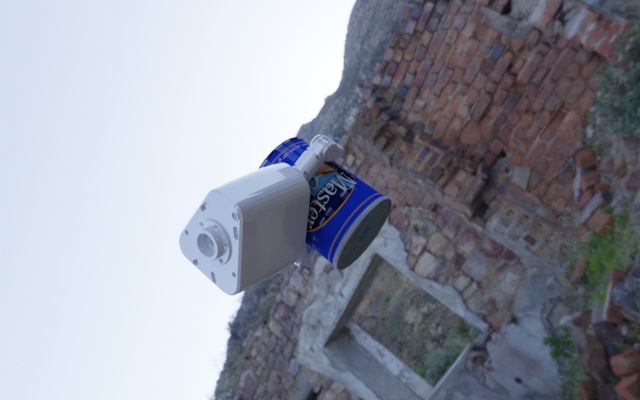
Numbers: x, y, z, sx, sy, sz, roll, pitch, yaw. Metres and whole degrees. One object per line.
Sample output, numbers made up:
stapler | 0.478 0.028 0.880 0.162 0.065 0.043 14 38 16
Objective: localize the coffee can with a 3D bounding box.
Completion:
coffee can | 0.000 0.002 0.582 0.140 0.103 0.103 37 14 20
